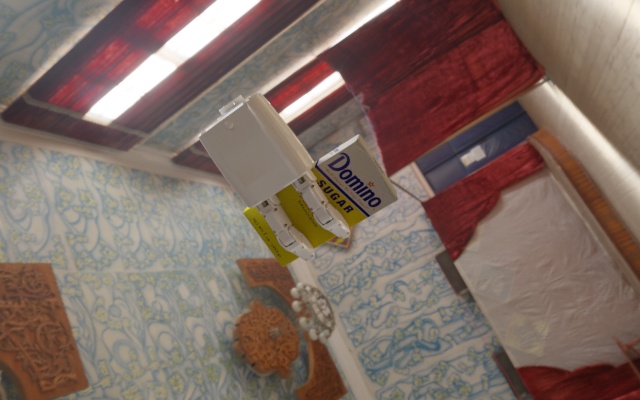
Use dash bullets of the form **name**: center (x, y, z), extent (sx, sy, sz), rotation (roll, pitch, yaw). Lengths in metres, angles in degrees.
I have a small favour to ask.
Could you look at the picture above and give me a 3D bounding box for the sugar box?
- **sugar box**: center (0.000, 0.002, 0.611), extent (0.176, 0.093, 0.048), rotation (-32, 12, 16)
